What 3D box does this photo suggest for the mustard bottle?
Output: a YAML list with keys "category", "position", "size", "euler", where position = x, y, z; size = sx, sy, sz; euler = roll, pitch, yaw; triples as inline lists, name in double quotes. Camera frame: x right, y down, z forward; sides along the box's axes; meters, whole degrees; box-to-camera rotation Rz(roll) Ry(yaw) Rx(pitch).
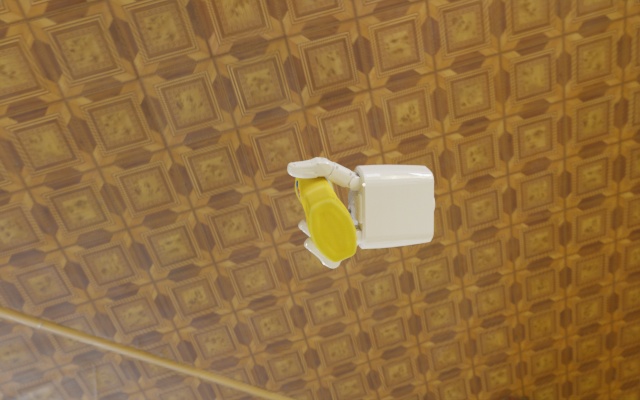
- category: "mustard bottle"
  position: [0.000, 0.002, 0.688]
  size: [0.058, 0.096, 0.191]
  euler: [-25, 26, 1]
